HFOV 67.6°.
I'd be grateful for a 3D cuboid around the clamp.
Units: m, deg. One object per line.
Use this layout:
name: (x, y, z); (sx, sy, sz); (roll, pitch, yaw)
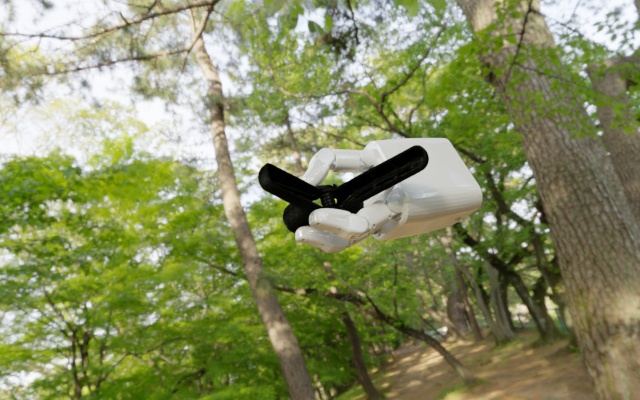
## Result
clamp: (0.000, 0.001, 0.518); (0.164, 0.036, 0.210); (-5, -21, -20)
